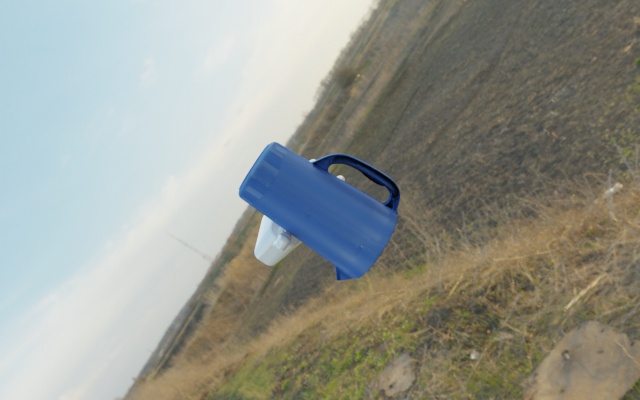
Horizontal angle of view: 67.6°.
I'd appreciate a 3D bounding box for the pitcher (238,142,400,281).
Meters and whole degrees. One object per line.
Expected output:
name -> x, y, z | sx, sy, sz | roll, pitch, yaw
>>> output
pitcher -> 0.000, 0.003, 0.776 | 0.243, 0.149, 0.145 | 33, -36, -6
